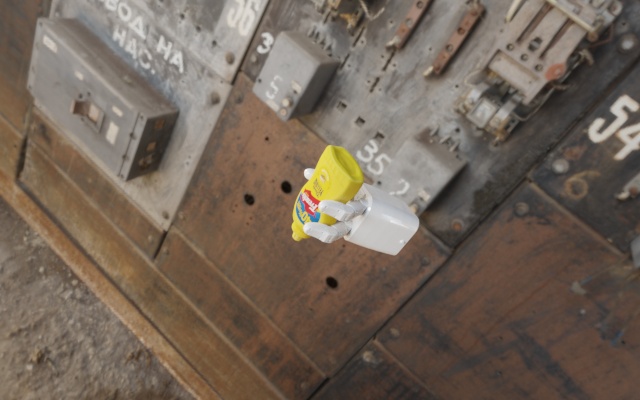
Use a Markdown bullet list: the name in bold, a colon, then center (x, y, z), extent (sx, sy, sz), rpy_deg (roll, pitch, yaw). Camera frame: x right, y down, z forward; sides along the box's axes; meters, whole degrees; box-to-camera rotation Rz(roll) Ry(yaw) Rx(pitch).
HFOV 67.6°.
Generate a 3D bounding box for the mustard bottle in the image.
- **mustard bottle**: center (0.000, 0.003, 0.845), extent (0.058, 0.096, 0.192), rpy_deg (4, -47, -37)
